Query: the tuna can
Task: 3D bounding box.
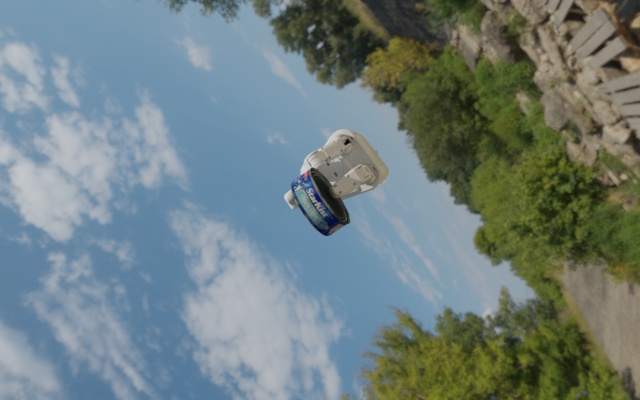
[{"bbox_3d":[0.000,0.002,0.608,0.034,0.086,0.086,-34,-9,13],"label":"tuna can"}]
